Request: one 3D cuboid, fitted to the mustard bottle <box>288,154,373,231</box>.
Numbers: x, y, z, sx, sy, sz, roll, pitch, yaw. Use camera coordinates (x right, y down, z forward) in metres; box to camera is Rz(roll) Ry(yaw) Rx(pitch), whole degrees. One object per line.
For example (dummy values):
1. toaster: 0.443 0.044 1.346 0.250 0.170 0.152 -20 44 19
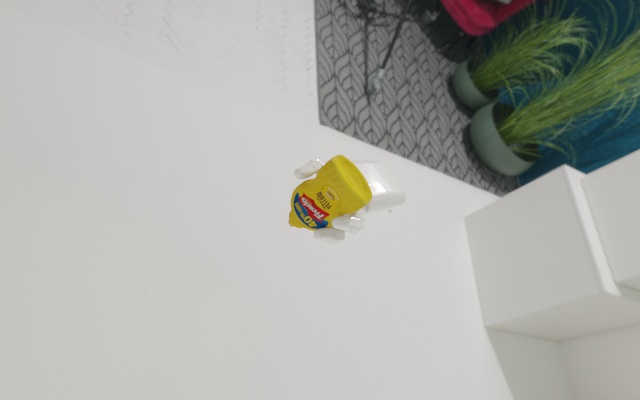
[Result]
1. mustard bottle: 0.000 0.003 0.847 0.192 0.096 0.058 -36 3 45
